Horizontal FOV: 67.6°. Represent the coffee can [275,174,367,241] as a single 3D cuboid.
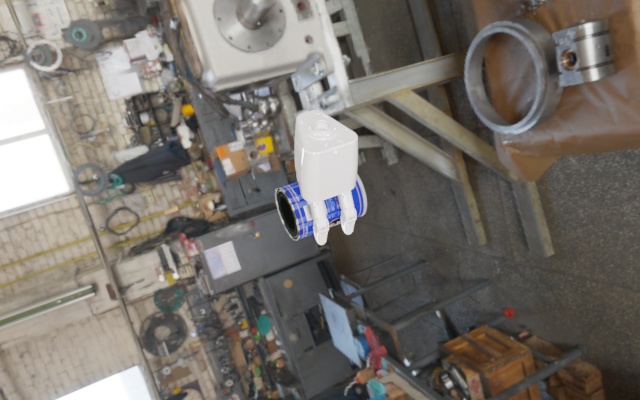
[{"bbox_3d":[0.000,0.003,0.881,0.140,0.103,0.103,-20,7,-19],"label":"coffee can"}]
